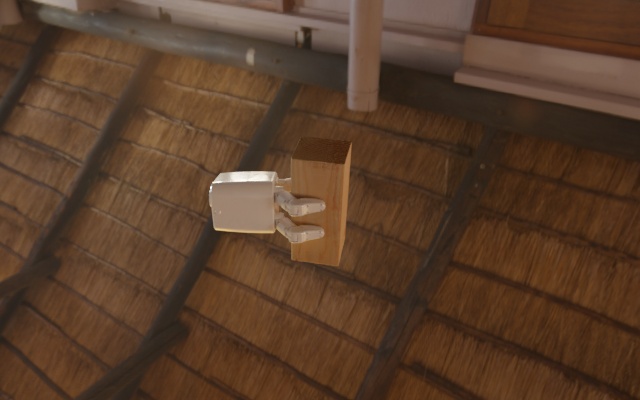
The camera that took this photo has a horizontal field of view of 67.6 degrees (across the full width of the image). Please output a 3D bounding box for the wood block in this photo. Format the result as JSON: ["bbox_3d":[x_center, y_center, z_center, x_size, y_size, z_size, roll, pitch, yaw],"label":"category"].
[{"bbox_3d":[0.000,0.003,0.839,0.090,0.206,0.090,7,33,7],"label":"wood block"}]
